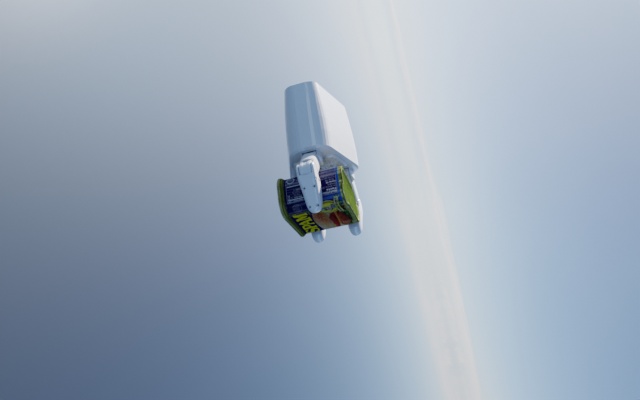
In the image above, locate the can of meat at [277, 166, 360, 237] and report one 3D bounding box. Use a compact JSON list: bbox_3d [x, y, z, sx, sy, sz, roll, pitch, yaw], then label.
[{"bbox_3d":[0.000,0.002,0.626,0.084,0.057,0.102,-13,-26,11],"label":"can of meat"}]
